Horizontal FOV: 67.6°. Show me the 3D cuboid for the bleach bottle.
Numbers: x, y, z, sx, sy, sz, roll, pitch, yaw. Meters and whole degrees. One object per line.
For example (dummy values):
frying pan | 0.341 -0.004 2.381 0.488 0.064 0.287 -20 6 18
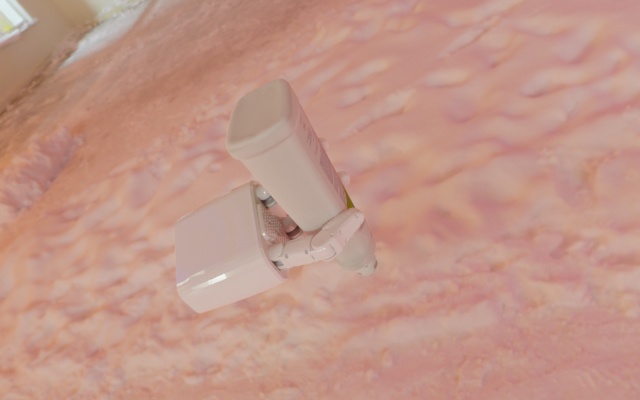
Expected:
bleach bottle | 0.000 0.002 0.502 0.068 0.251 0.102 -23 37 15
